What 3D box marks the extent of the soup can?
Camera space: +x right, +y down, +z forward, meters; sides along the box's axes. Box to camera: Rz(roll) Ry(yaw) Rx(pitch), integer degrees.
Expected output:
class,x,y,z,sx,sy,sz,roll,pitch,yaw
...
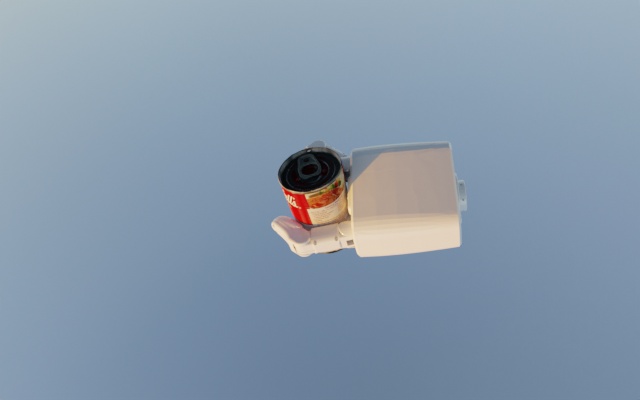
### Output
class,x,y,z,sx,sy,sz,roll,pitch,yaw
soup can,0.000,0.002,0.523,0.068,0.068,0.102,0,-43,18
